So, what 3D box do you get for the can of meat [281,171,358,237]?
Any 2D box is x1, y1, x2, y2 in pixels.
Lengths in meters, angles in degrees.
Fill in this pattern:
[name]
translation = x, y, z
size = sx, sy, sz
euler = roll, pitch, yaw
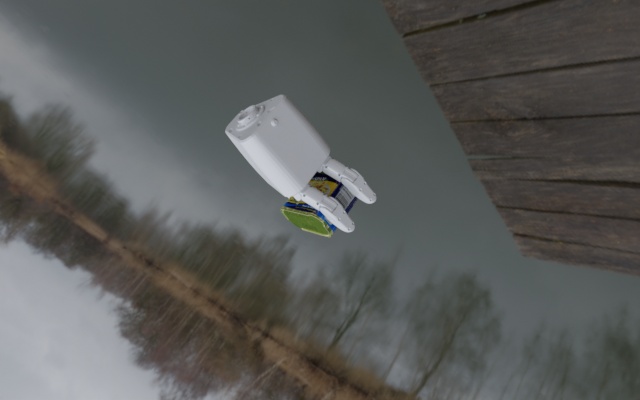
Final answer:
[can of meat]
translation = 0.000, 0.003, 0.720
size = 0.102, 0.084, 0.057
euler = 11, -33, 49
